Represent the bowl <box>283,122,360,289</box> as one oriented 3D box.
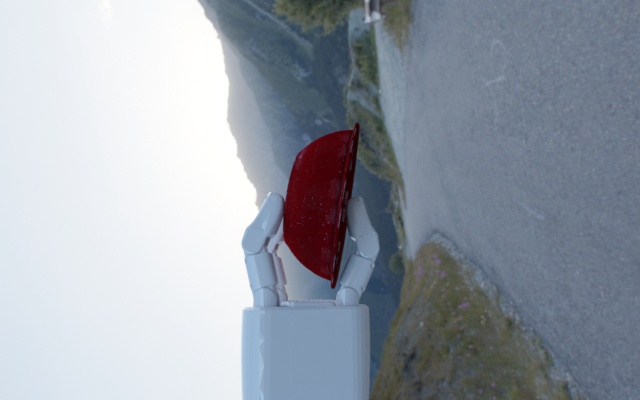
[{"bbox_3d":[0.000,0.000,0.466,0.055,0.162,0.162,9,1,6],"label":"bowl"}]
